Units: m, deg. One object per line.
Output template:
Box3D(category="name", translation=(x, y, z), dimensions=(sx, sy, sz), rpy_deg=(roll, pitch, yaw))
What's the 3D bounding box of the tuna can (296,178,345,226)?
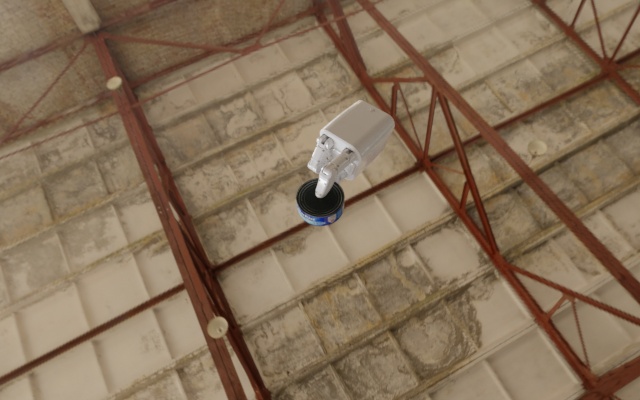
Box3D(category="tuna can", translation=(0.000, 0.003, 0.852), dimensions=(0.086, 0.086, 0.034), rpy_deg=(0, -36, 2))
